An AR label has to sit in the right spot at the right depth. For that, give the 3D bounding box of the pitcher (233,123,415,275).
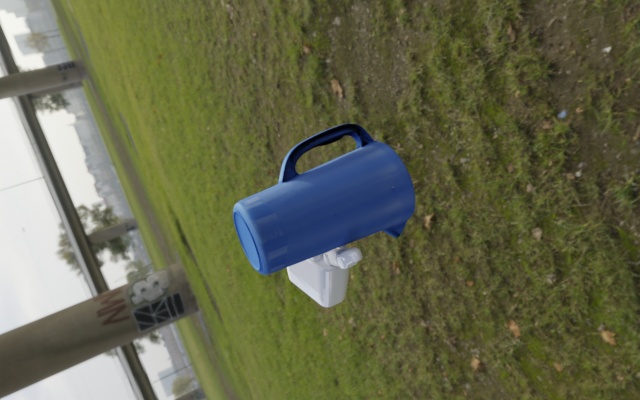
[{"bbox_3d":[0.000,0.002,0.690,0.243,0.145,0.149,-22,50,-21],"label":"pitcher"}]
